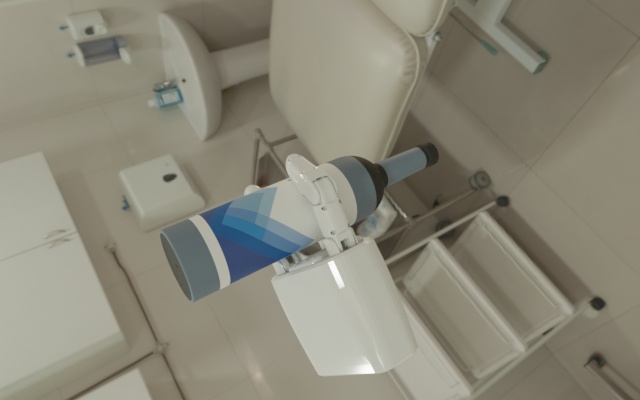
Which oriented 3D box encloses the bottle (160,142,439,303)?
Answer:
[{"bbox_3d":[0.000,0.002,0.462,0.295,0.069,0.069,-24,11,-26],"label":"bottle"}]
